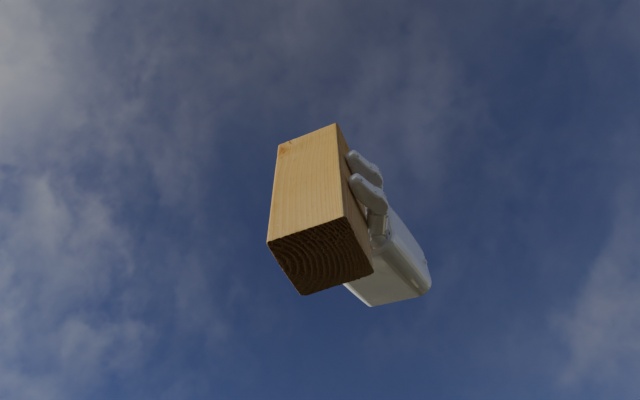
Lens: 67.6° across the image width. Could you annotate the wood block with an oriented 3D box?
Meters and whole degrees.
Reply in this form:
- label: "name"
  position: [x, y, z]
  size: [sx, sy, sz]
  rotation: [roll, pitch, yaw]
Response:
- label: "wood block"
  position: [0.000, 0.002, 0.585]
  size: [0.091, 0.090, 0.206]
  rotation: [-20, 33, 13]
